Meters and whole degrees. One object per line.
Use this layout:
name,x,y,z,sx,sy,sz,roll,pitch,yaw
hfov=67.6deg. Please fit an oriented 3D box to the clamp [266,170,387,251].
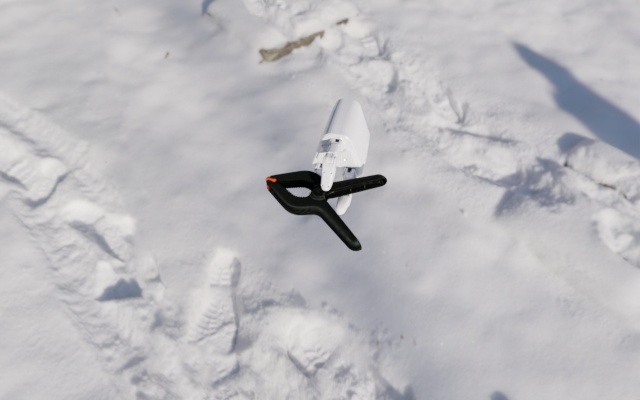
clamp,0.000,0.002,0.826,0.210,0.164,0.036,10,-39,9
